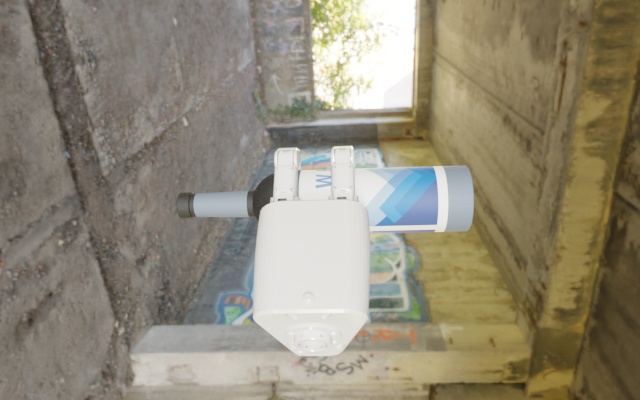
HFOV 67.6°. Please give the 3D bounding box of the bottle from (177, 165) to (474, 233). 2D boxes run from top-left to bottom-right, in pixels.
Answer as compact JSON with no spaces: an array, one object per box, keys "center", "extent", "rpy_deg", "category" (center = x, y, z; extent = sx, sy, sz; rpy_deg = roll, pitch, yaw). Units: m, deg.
[{"center":[0.000,0.002,0.492],"extent":[0.296,0.069,0.069],"rpy_deg":[-1,0,4],"category":"bottle"}]
